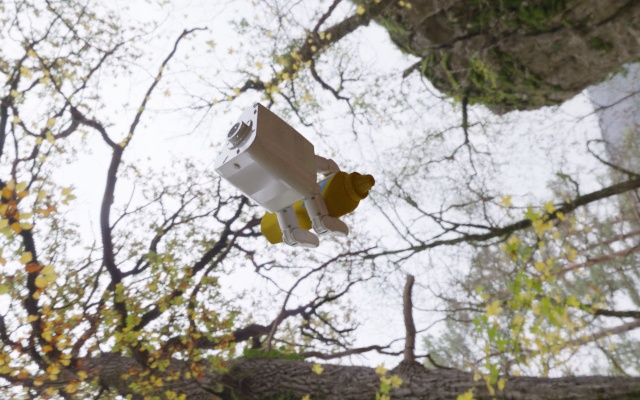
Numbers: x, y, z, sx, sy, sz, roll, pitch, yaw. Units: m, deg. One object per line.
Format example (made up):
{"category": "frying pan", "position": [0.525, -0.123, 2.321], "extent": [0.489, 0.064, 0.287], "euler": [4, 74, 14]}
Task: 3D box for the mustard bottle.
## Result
{"category": "mustard bottle", "position": [0.000, 0.003, 0.704], "extent": [0.192, 0.058, 0.096], "euler": [-25, 17, 38]}
